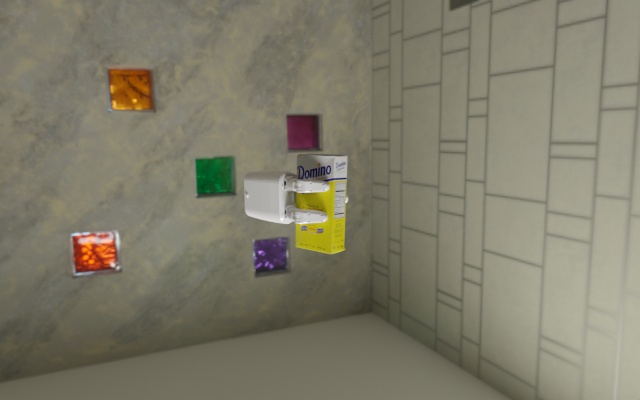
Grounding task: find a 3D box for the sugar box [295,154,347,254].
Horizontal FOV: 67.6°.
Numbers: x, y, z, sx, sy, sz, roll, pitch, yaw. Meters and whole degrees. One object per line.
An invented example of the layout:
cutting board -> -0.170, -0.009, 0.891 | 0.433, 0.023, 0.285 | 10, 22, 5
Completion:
sugar box -> 0.000, 0.003, 0.876 | 0.093, 0.176, 0.048 | 6, 10, 39
